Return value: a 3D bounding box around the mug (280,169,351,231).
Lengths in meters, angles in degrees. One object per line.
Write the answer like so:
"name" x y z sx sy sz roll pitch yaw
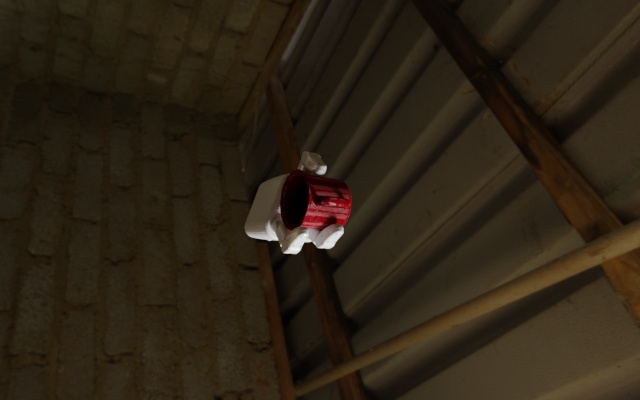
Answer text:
"mug" 0.001 0.002 0.729 0.081 0.093 0.117 7 -7 -31
